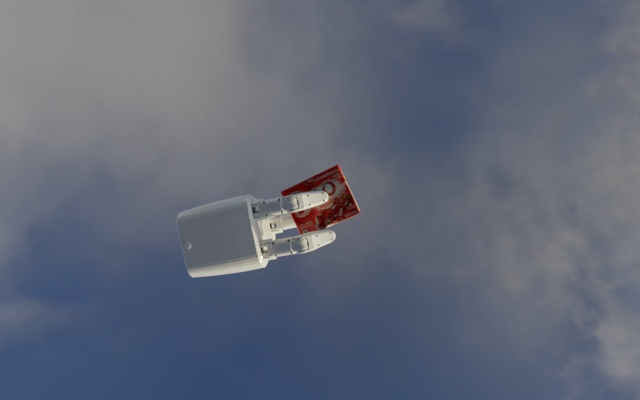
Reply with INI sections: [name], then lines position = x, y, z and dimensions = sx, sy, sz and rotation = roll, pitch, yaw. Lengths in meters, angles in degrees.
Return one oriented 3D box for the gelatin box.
[gelatin box]
position = 0.000, 0.002, 0.659
dimensions = 0.089, 0.073, 0.030
rotation = -25, -1, 4
